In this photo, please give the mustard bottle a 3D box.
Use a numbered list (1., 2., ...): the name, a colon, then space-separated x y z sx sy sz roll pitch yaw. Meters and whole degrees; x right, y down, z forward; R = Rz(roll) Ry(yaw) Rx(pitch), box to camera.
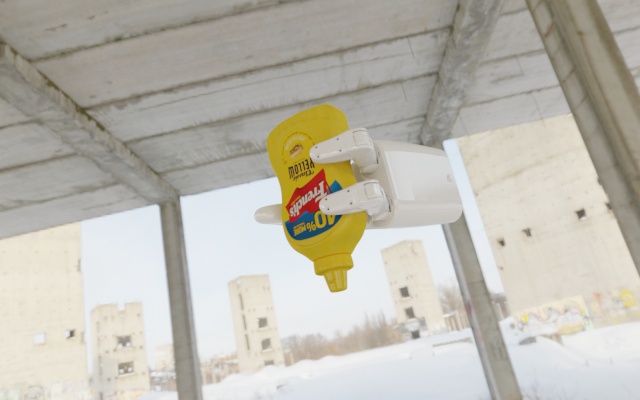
1. mustard bottle: 0.000 0.001 0.506 0.096 0.191 0.058 -22 -21 29
